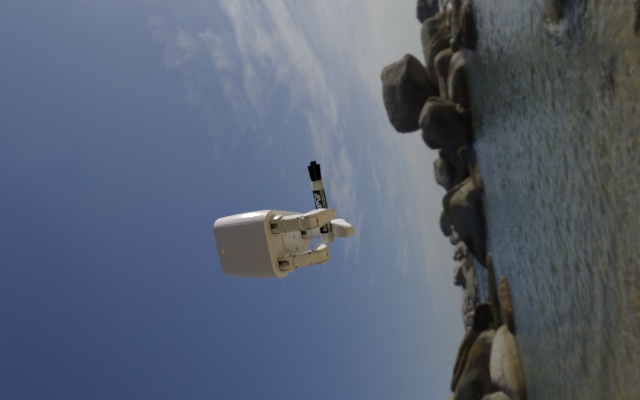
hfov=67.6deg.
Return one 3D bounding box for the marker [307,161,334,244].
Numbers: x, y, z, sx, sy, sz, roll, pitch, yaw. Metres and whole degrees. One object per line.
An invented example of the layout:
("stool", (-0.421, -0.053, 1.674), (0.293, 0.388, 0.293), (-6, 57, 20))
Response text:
("marker", (0.000, 0.002, 0.696), (0.020, 0.121, 0.020), (-11, 7, 1))
